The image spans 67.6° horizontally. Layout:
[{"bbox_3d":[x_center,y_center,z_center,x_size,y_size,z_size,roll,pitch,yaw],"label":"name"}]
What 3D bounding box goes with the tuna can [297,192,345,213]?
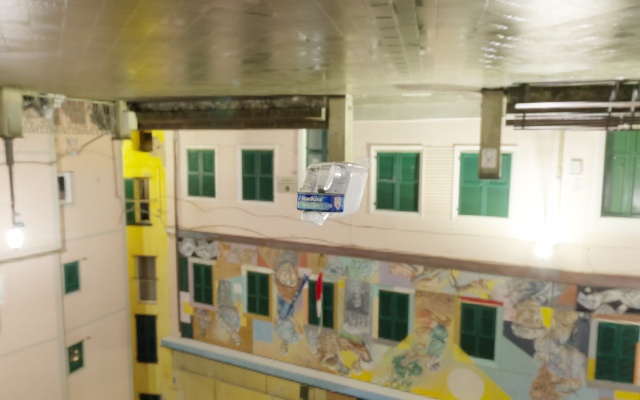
[{"bbox_3d":[0.000,0.003,0.851,0.086,0.034,0.086,3,1,0],"label":"tuna can"}]
